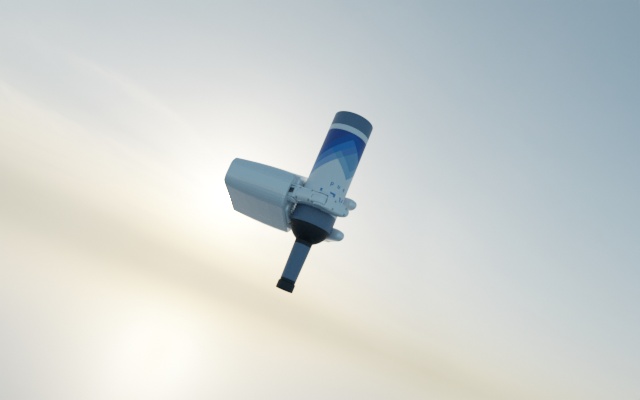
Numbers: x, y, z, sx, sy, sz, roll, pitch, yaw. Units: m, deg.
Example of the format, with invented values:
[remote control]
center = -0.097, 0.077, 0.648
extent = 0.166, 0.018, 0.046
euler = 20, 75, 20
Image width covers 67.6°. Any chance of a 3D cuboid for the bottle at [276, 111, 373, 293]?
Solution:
[bottle]
center = 0.000, 0.002, 0.749
extent = 0.069, 0.295, 0.069
euler = 21, -14, 6
